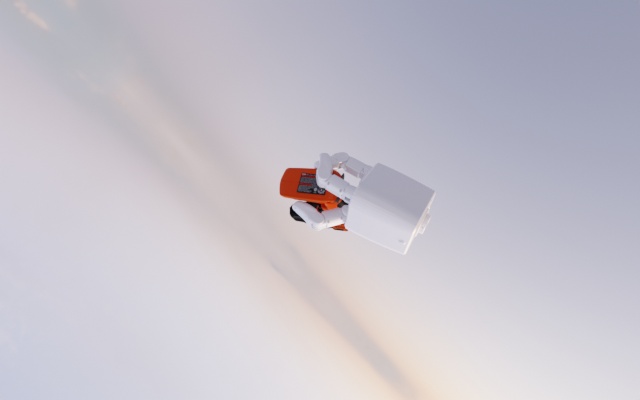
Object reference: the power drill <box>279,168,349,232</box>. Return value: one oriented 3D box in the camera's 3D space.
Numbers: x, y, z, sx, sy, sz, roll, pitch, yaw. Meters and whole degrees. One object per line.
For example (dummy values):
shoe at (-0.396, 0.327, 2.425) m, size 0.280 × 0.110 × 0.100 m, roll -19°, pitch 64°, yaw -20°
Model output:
power drill at (0.000, 0.003, 0.848) m, size 0.184 × 0.057 × 0.188 m, roll 4°, pitch -18°, yaw 24°
